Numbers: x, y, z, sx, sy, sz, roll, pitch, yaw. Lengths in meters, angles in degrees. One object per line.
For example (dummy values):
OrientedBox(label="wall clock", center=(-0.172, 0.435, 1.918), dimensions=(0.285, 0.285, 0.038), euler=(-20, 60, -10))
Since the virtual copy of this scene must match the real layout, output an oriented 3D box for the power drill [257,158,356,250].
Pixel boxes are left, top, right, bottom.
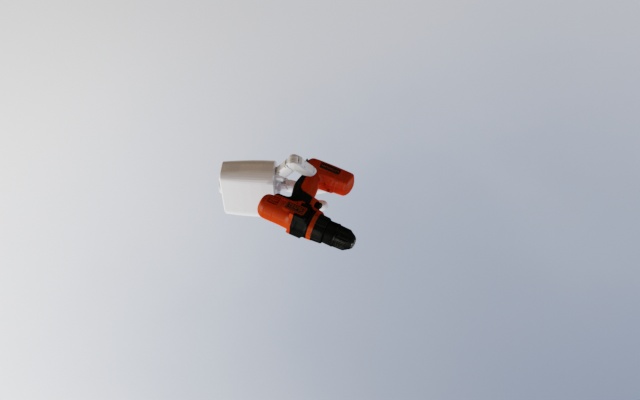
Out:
OrientedBox(label="power drill", center=(0.000, 0.003, 0.890), dimensions=(0.184, 0.057, 0.187), euler=(24, 38, 9))
